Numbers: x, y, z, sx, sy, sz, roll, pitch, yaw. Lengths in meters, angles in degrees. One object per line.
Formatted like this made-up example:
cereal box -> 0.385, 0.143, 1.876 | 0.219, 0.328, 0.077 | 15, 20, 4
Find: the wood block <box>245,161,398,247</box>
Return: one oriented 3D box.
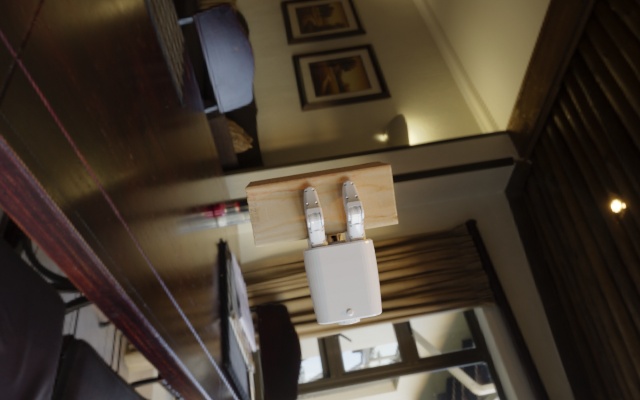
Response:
wood block -> 0.000, 0.003, 0.714 | 0.206, 0.090, 0.091 | -9, 7, -3
